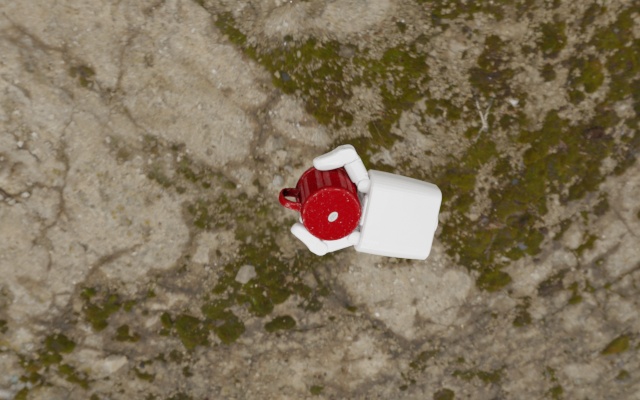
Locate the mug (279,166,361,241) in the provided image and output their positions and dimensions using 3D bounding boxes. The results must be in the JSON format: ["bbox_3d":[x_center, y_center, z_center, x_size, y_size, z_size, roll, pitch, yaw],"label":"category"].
[{"bbox_3d":[-0.001,0.002,0.664,0.117,0.093,0.081,10,22,-9],"label":"mug"}]
